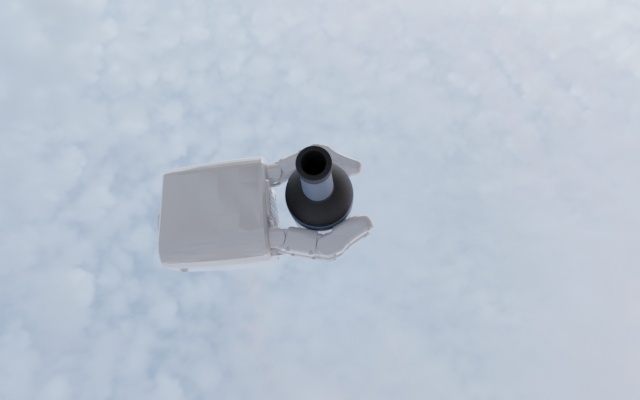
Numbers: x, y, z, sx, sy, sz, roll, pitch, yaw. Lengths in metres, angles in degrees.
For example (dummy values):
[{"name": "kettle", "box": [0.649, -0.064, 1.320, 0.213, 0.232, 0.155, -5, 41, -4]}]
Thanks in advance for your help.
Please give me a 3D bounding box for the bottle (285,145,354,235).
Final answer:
[{"name": "bottle", "box": [0.000, 0.002, 0.496, 0.069, 0.069, 0.296, 0, -12, 2]}]
